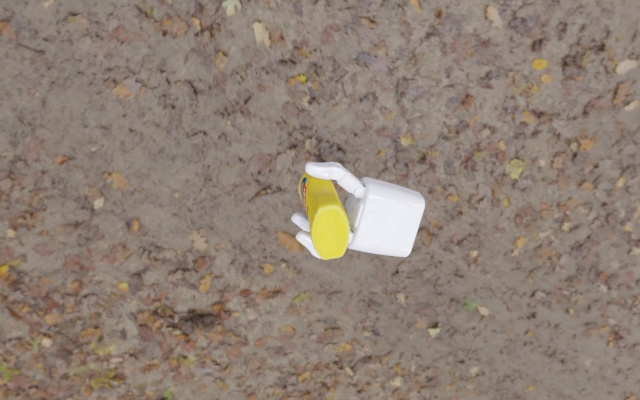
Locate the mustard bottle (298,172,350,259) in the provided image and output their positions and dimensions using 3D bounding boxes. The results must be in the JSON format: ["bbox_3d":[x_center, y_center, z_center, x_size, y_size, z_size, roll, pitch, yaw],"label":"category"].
[{"bbox_3d":[0.000,0.003,0.767,0.058,0.096,0.191,-9,31,-5],"label":"mustard bottle"}]
